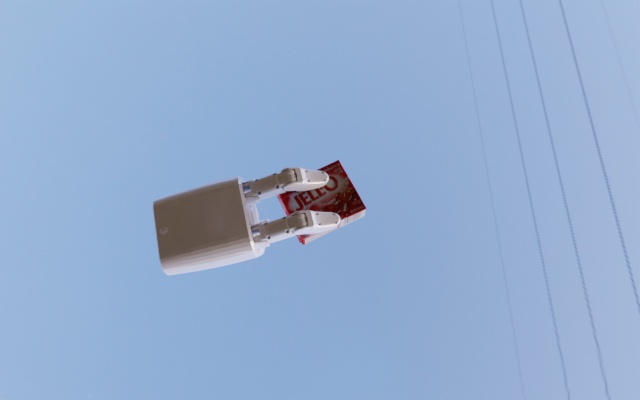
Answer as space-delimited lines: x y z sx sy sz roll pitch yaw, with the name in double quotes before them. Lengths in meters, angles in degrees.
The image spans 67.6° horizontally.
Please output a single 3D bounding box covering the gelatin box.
"gelatin box" 0.000 0.002 0.582 0.089 0.073 0.030 -25 -19 -11
